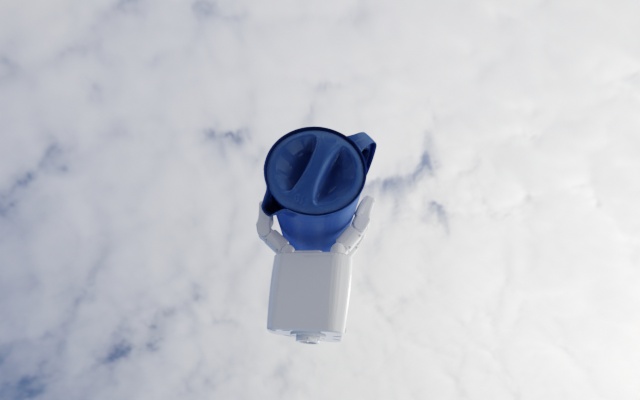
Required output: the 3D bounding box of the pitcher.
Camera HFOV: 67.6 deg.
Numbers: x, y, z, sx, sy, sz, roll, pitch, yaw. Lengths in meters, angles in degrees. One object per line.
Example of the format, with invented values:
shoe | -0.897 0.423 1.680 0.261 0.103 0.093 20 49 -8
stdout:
pitcher | 0.000 0.003 0.718 0.149 0.145 0.243 4 -25 1
